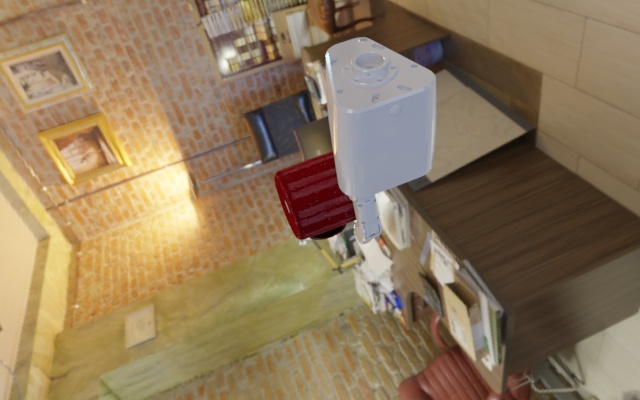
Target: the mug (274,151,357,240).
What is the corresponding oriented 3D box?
[{"bbox_3d":[0.000,0.003,0.545,0.081,0.117,0.093,-20,48,-10],"label":"mug"}]
